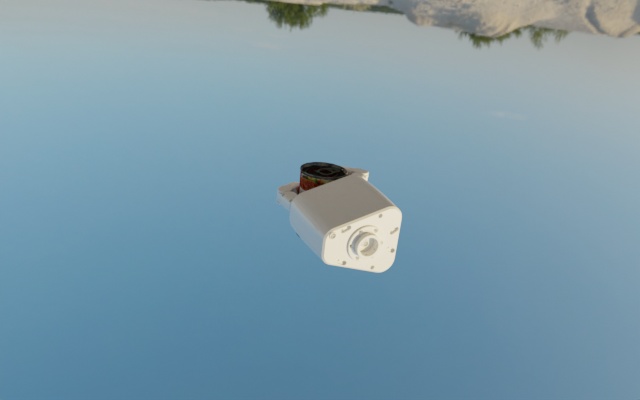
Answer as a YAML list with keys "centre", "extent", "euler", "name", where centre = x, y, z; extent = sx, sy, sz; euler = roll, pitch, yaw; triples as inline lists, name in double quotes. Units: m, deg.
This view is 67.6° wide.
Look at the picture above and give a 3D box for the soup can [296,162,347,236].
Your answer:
- centre: [0.000, 0.002, 0.699]
  extent: [0.068, 0.102, 0.068]
  euler: [5, 22, -2]
  name: "soup can"
